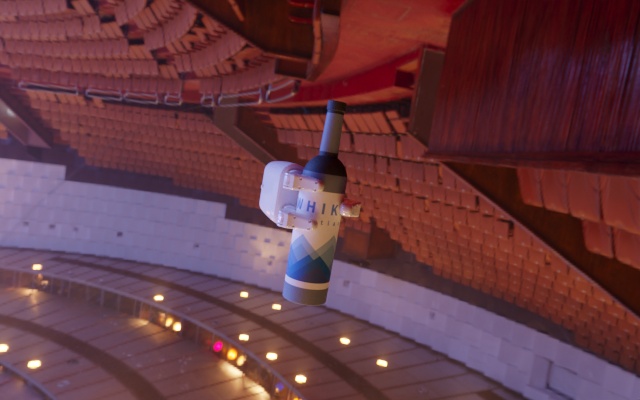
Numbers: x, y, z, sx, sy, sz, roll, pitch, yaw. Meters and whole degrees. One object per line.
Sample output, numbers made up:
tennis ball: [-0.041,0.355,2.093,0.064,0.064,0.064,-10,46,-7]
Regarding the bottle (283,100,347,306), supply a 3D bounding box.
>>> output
bottle: [0.000,0.003,0.703,0.069,0.296,0.069,10,6,-1]
